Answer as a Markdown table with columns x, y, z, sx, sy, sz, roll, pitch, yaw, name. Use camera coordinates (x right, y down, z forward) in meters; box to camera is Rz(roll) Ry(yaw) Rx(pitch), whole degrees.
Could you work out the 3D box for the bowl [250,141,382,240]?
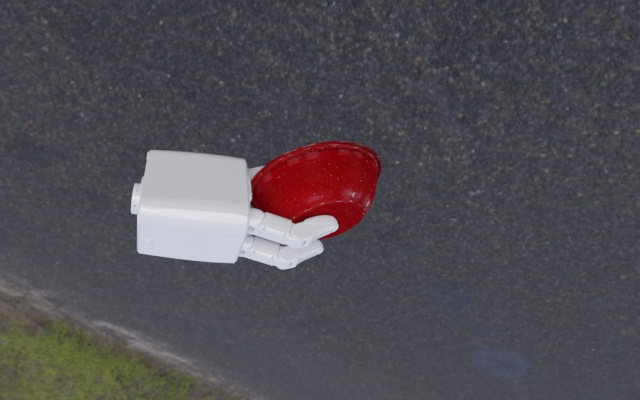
| x | y | z | sx | sy | sz | roll | pitch | yaw | name |
| --- | --- | --- | --- | --- | --- | --- | --- | --- | --- |
| 0.001 | 0.002 | 0.551 | 0.162 | 0.055 | 0.162 | -12 | -28 | -7 | bowl |
